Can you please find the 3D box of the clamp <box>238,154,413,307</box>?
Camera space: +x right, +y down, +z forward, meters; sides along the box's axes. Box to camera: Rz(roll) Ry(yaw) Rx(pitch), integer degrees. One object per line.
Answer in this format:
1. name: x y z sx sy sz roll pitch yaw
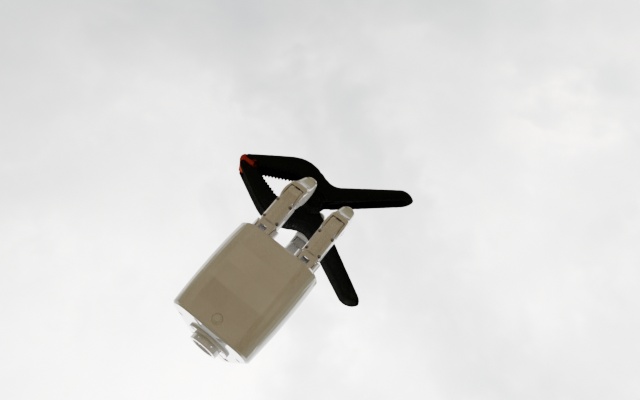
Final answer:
1. clamp: -0.001 0.002 0.565 0.210 0.164 0.036 37 -30 7
